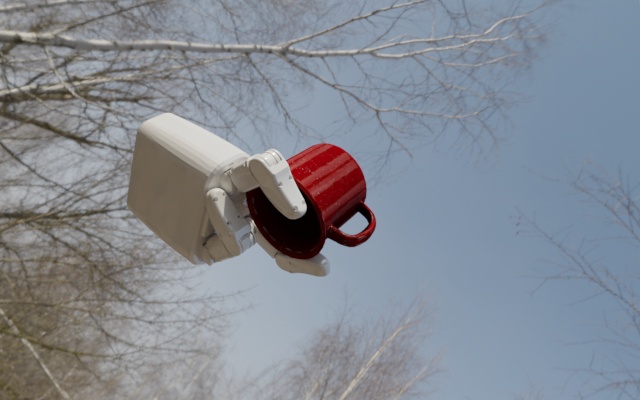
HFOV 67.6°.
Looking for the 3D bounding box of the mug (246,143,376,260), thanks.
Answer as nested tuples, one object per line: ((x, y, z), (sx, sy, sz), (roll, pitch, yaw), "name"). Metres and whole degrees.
((0.001, 0.002, 0.450), (0.117, 0.093, 0.081), (30, 43, 24), "mug")
